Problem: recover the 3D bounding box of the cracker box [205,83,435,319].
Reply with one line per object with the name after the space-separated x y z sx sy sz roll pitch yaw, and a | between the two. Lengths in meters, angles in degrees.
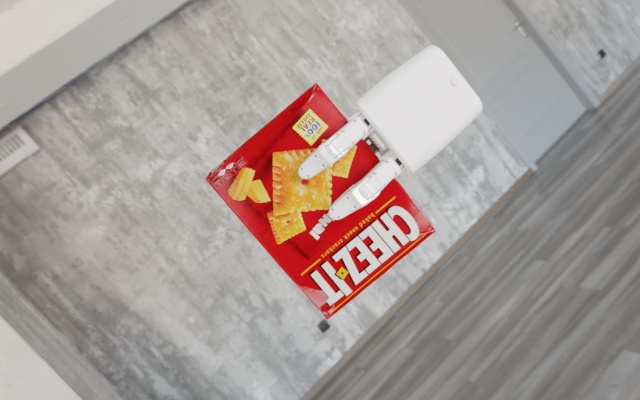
0.000 0.002 0.552 0.164 0.214 0.072 -40 6 2 | cracker box
